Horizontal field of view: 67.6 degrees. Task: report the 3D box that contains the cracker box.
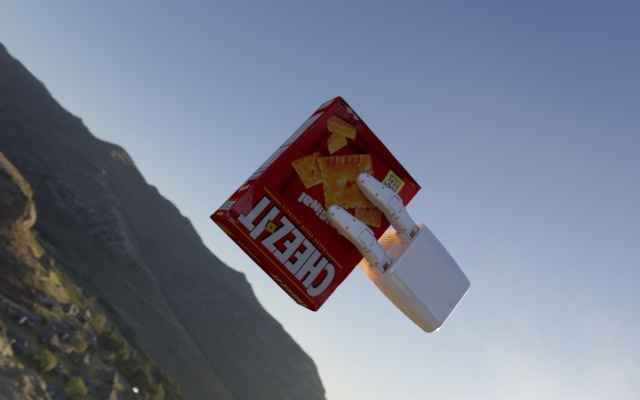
[{"bbox_3d":[0.000,0.002,0.594,0.213,0.164,0.072,-47,15,-17],"label":"cracker box"}]
